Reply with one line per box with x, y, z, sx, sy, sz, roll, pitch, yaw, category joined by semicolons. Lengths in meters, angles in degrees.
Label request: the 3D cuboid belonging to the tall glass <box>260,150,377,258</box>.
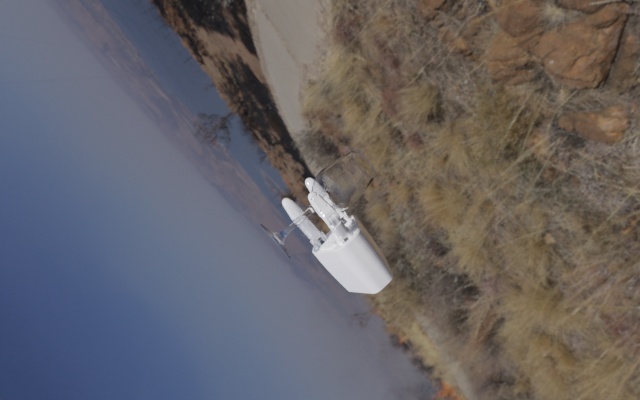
0.000;0.003;0.792;0.201;0.079;0.079;-41;8;-9;tall glass
